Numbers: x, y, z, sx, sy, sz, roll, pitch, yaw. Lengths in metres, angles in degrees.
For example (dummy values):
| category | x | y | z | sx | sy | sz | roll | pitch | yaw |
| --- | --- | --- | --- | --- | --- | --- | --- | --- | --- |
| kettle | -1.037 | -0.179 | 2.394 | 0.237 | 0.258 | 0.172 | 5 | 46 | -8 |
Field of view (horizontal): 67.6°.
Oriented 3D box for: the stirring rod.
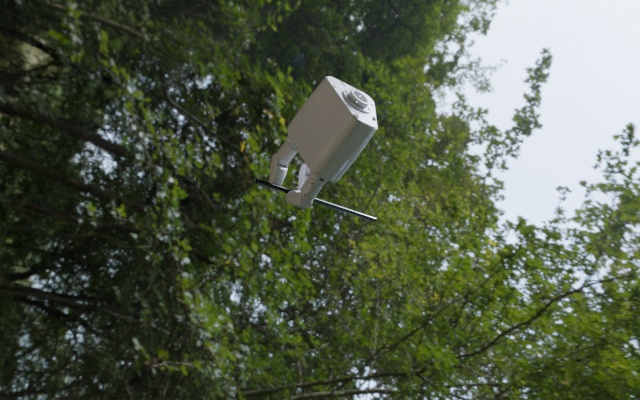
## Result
| category | x | y | z | sx | sy | sz | roll | pitch | yaw |
| --- | --- | --- | --- | --- | --- | --- | --- | --- | --- |
| stirring rod | 0.000 | 0.003 | 0.792 | 0.239 | 0.011 | 0.011 | 18 | -10 | -31 |
